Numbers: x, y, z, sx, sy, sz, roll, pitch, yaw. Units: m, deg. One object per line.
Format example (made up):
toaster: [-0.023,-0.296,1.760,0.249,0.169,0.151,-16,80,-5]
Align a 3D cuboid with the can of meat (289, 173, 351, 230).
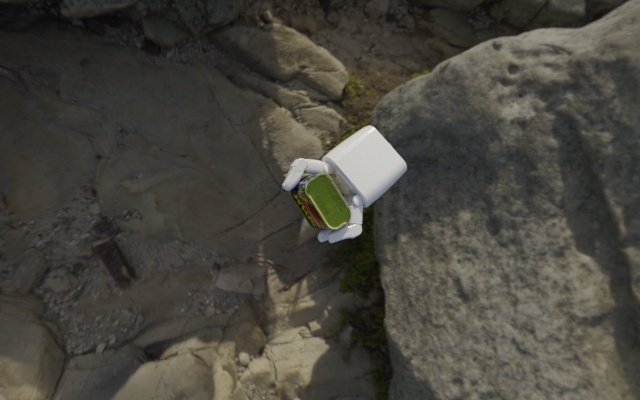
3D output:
can of meat: [0.000,0.003,0.820,0.057,0.102,0.084,-36,12,-17]
